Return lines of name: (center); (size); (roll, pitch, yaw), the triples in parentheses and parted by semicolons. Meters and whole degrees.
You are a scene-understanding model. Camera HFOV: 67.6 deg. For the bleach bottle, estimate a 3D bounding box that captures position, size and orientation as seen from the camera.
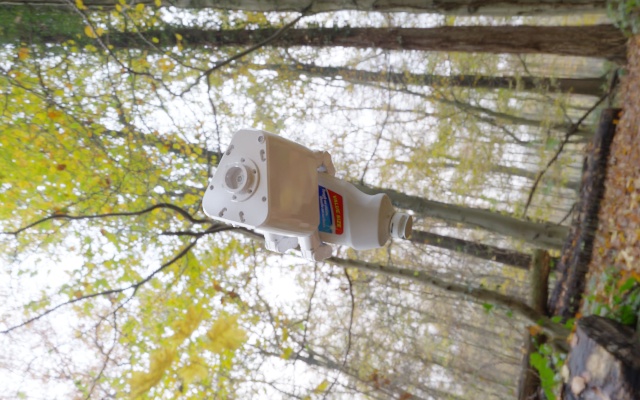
bleach bottle: (0.000, 0.002, 0.636); (0.251, 0.102, 0.068); (11, -1, 28)
